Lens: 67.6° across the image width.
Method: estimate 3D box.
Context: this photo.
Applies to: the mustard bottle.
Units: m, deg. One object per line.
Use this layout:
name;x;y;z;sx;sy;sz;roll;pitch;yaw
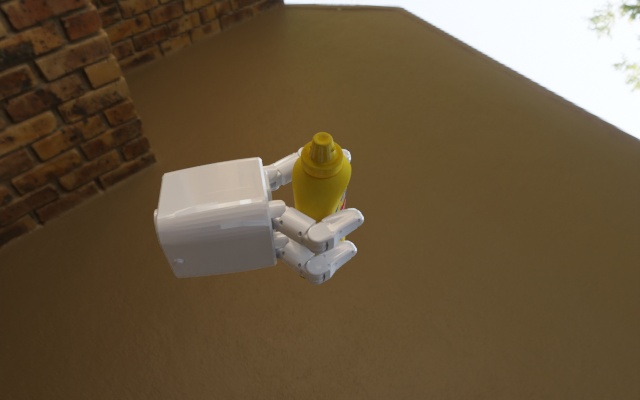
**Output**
mustard bottle;0.000;0.002;0.511;0.058;0.096;0.192;11;-37;8
